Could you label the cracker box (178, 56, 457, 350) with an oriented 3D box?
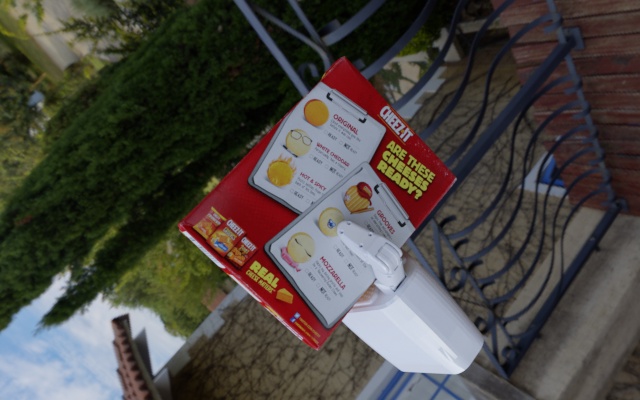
[{"bbox_3d":[0.000,0.002,0.453,0.164,0.213,0.072,45,-16,-12],"label":"cracker box"}]
